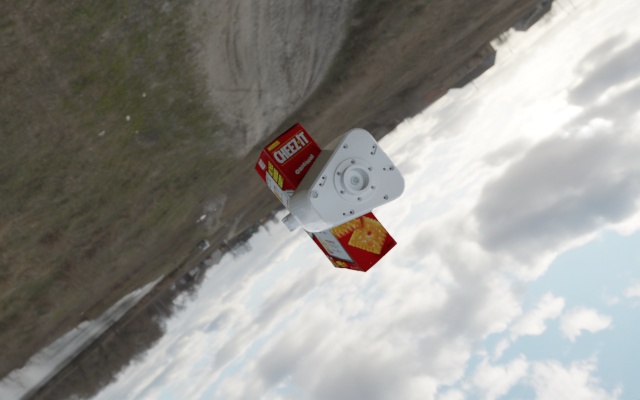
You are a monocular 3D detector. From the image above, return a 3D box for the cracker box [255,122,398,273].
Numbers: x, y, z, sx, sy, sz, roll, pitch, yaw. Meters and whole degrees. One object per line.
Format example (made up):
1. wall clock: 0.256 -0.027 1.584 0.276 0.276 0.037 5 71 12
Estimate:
1. cracker box: 0.000 0.003 0.707 0.072 0.214 0.164 -39 4 -13
